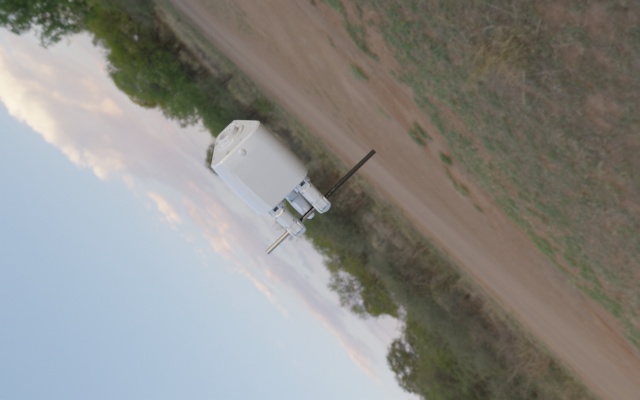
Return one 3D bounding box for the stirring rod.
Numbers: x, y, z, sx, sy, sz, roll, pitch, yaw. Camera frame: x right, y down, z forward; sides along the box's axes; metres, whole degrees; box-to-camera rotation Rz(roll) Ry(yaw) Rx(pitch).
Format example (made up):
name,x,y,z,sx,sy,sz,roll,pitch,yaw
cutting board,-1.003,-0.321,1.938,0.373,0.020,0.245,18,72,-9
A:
name,x,y,z,sx,sy,sz,roll,pitch,yaw
stirring rod,0.000,0.002,0.774,0.239,0.011,0.011,-44,-2,2
